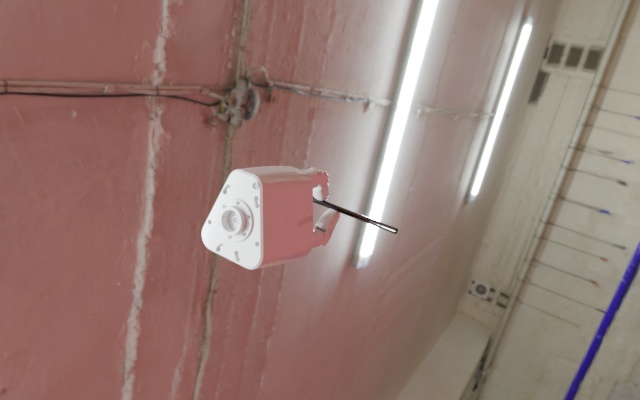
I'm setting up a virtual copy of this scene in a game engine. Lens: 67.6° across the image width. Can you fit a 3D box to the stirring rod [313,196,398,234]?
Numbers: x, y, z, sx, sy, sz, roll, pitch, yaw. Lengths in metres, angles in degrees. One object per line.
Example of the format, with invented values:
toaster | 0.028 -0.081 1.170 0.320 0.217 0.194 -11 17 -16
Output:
stirring rod | 0.000 0.002 0.683 0.239 0.011 0.011 21 10 26
